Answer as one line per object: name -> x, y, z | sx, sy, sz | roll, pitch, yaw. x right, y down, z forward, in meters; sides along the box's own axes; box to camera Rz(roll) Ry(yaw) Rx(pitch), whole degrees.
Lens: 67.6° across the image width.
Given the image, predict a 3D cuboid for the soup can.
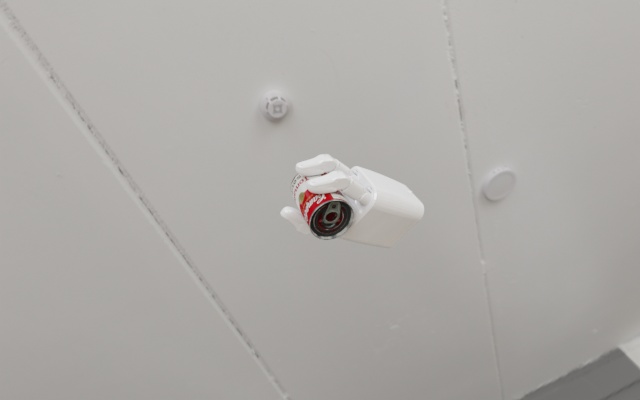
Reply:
soup can -> 0.000, 0.002, 0.719 | 0.068, 0.068, 0.102 | 0, 31, -23
